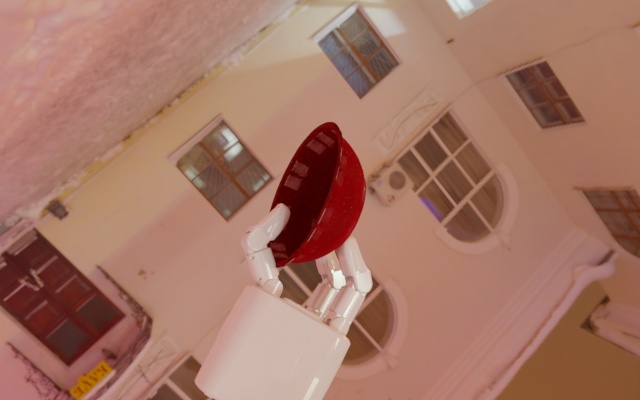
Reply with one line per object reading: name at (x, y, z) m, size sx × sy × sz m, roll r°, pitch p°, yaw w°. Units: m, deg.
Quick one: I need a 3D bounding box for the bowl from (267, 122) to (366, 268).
bowl at (0.001, 0.001, 0.504) m, size 0.055 × 0.162 × 0.162 m, roll 22°, pitch -9°, yaw -22°
